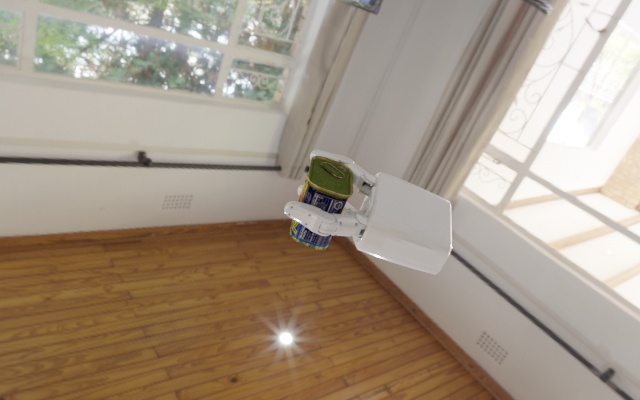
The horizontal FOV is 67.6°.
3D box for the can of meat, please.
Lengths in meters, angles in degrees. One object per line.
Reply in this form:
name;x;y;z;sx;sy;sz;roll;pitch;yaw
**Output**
can of meat;0.000;0.002;0.613;0.057;0.084;0.102;19;25;-6
